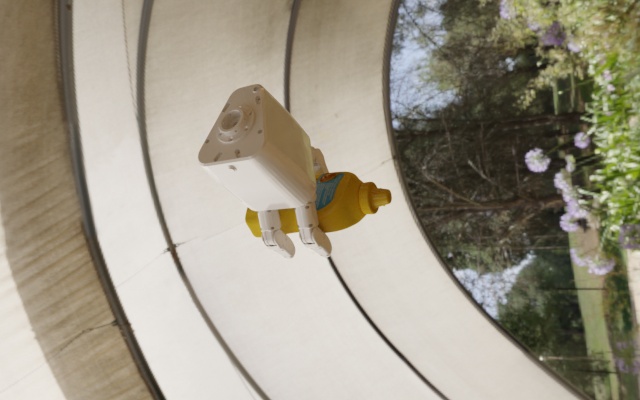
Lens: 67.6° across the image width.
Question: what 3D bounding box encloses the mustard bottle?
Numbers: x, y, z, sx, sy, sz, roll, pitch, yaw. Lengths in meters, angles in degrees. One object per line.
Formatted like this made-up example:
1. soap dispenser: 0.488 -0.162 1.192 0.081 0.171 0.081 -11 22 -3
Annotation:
1. mustard bottle: 0.000 0.002 0.628 0.191 0.058 0.096 -6 36 28
